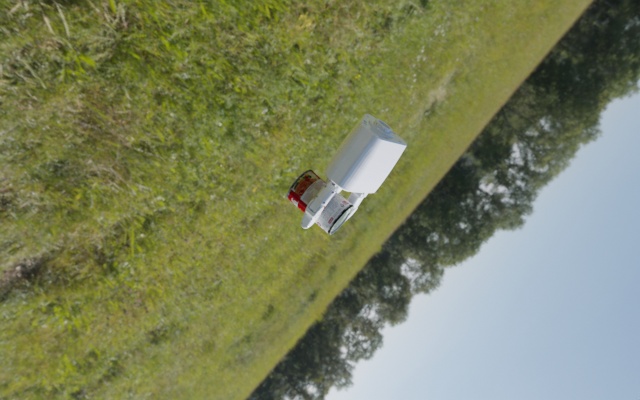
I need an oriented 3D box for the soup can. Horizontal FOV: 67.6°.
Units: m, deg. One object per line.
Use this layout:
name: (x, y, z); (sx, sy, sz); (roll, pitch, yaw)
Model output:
soup can: (0.000, 0.003, 0.841); (0.102, 0.068, 0.068); (40, 11, 13)
